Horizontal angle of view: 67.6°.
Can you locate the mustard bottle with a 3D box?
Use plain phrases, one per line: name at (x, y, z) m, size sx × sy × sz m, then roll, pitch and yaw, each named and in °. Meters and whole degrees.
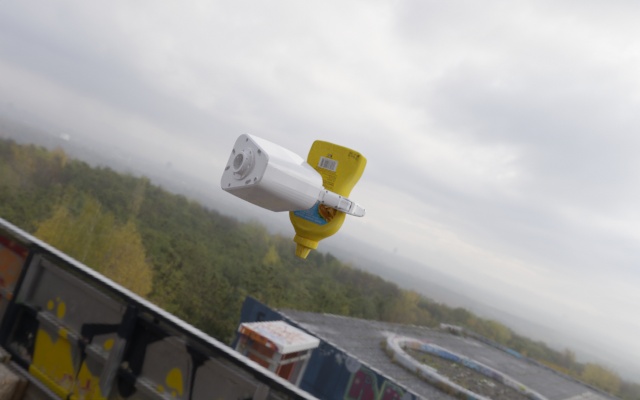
mustard bottle at (0.000, 0.002, 0.782) m, size 0.096 × 0.191 × 0.058 m, roll 20°, pitch -2°, yaw 25°
